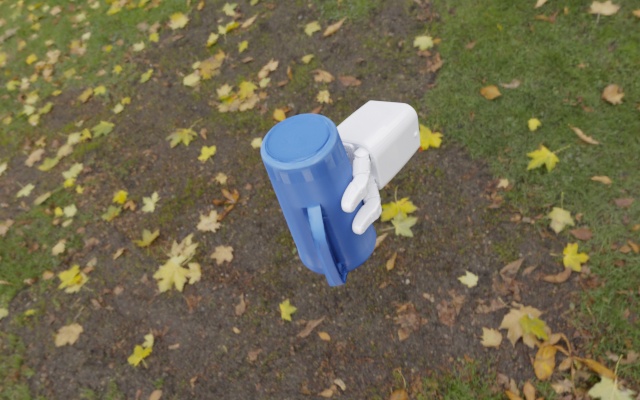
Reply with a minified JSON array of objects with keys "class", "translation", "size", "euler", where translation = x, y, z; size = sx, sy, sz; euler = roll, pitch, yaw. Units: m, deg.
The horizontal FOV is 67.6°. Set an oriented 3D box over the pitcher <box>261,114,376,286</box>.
[{"class":"pitcher","translation":[0.000,0.002,0.706],"size":[0.149,0.145,0.243],"euler":[30,-25,37]}]
